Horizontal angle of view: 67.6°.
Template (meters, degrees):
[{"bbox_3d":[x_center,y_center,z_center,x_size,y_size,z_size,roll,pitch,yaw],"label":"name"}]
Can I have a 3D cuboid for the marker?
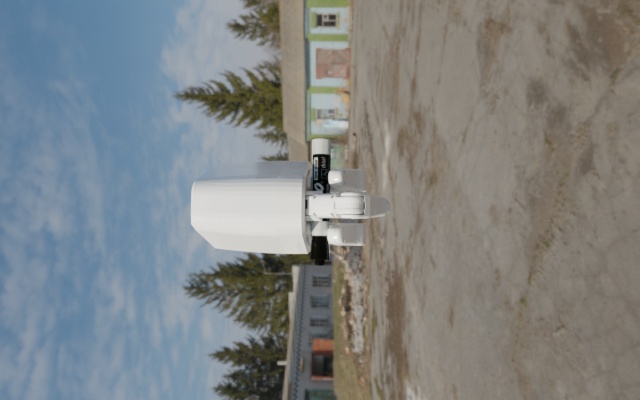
[{"bbox_3d":[0.000,0.002,0.459,0.020,0.121,0.020,1,-3,0],"label":"marker"}]
